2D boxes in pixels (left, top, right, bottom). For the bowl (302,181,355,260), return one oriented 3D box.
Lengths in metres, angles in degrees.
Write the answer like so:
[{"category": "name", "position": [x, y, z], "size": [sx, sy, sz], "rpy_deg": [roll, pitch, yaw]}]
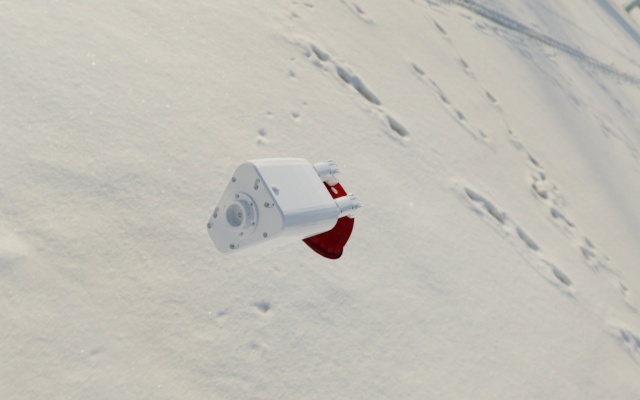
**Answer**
[{"category": "bowl", "position": [0.001, 0.002, 0.682], "size": [0.055, 0.162, 0.162], "rpy_deg": [-37, -13, 18]}]
